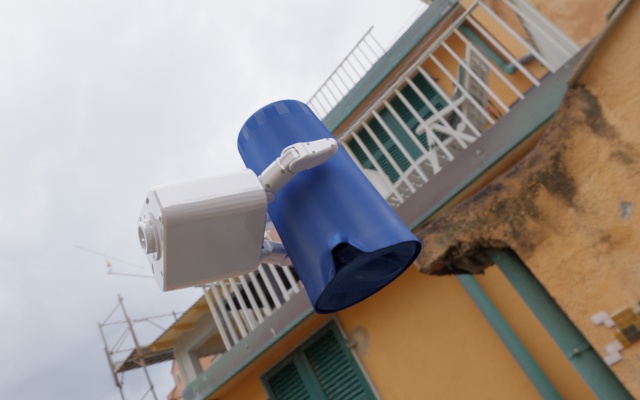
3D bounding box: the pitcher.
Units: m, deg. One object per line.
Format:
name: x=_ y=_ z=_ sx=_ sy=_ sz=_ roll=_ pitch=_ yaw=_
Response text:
pitcher: x=0.000 y=0.002 z=0.567 sx=0.145 sy=0.242 sz=0.149 roll=-13 pitch=-33 yaw=-33
